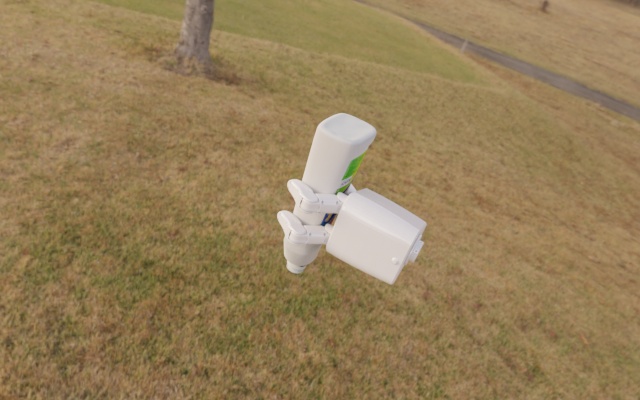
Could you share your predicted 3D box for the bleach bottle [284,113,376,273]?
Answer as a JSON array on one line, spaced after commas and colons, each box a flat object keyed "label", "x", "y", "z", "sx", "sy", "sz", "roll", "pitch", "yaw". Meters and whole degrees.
[{"label": "bleach bottle", "x": 0.000, "y": 0.002, "z": 0.708, "sx": 0.068, "sy": 0.251, "sz": 0.102, "roll": 29, "pitch": 31, "yaw": 14}]
